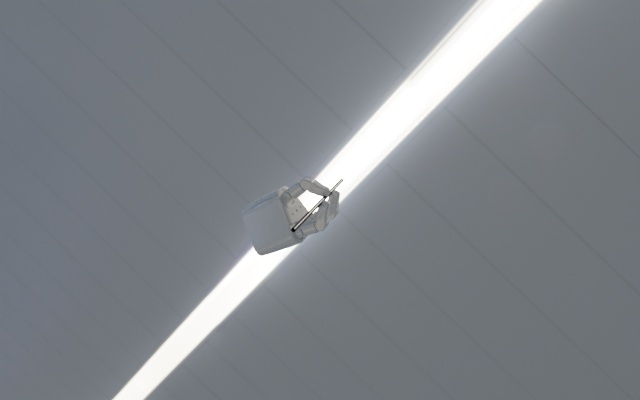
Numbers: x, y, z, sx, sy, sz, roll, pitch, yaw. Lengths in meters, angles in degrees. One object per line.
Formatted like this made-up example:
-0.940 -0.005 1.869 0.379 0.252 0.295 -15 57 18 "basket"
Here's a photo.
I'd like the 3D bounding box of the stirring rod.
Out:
0.000 0.003 0.880 0.011 0.011 0.239 0 22 24 "stirring rod"
